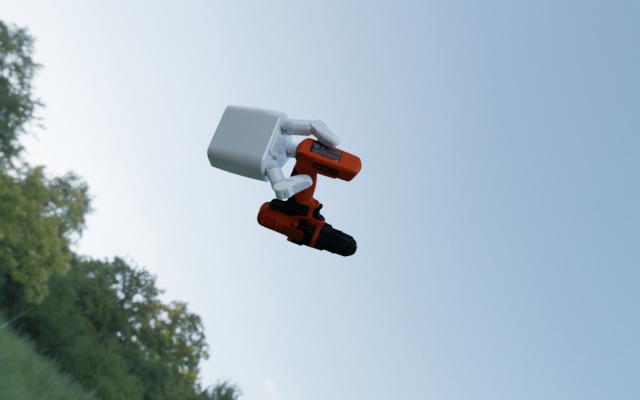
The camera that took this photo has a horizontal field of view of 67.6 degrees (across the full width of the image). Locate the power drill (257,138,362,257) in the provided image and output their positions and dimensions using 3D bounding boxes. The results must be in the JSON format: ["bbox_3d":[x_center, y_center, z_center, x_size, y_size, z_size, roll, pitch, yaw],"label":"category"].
[{"bbox_3d":[0.000,0.002,0.794,0.184,0.188,0.057,21,34,-5],"label":"power drill"}]
